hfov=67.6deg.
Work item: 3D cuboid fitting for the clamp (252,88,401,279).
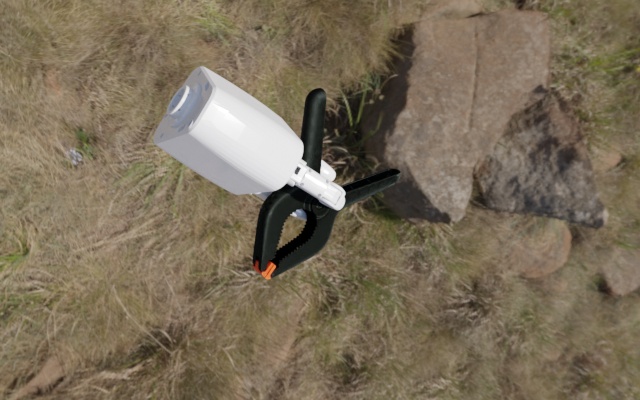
[{"bbox_3d":[0.000,0.002,0.552,0.165,0.210,0.036,32,-4,-33],"label":"clamp"}]
